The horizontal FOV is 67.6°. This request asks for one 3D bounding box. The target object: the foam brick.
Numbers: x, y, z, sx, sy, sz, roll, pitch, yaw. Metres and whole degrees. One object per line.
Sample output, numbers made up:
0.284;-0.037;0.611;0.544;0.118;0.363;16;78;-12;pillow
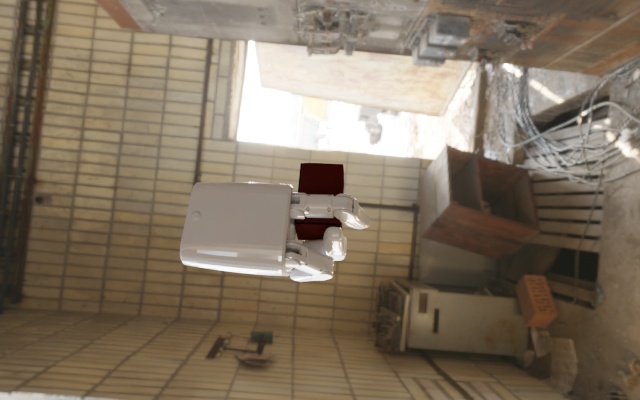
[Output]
0.000;0.002;0.550;0.051;0.078;0.053;2;-26;4;foam brick
